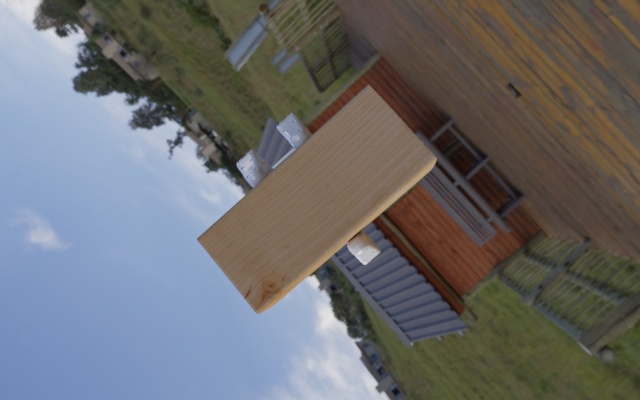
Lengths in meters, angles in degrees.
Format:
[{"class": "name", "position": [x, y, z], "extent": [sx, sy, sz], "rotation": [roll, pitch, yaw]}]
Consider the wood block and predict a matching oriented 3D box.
[{"class": "wood block", "position": [0.000, 0.002, 0.457], "extent": [0.206, 0.091, 0.090], "rotation": [-42, -8, 4]}]
